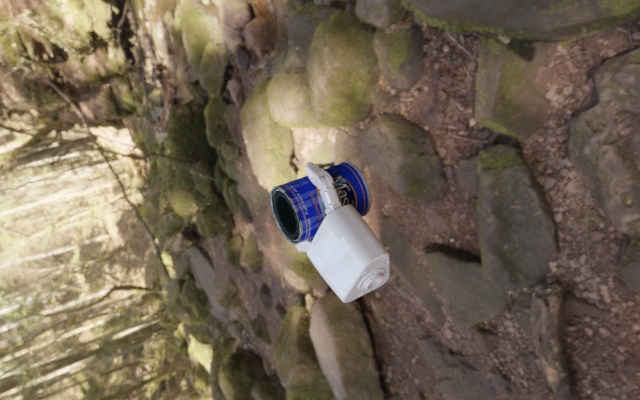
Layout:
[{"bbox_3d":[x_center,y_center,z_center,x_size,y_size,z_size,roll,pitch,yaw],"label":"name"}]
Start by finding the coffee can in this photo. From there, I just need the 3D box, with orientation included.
[{"bbox_3d":[0.000,0.002,0.810,0.140,0.103,0.103,-21,10,-26],"label":"coffee can"}]
